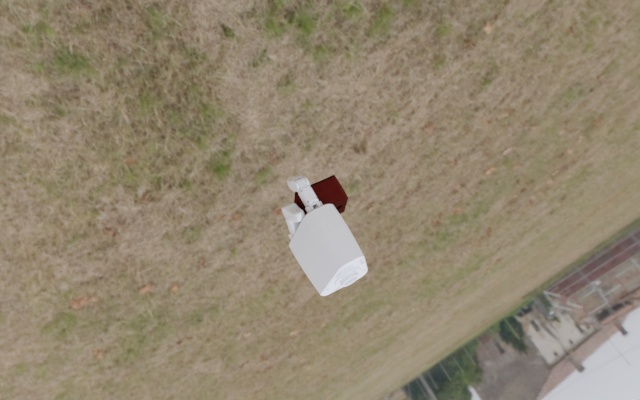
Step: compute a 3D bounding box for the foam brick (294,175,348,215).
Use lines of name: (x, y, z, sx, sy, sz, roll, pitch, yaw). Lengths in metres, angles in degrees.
foam brick: (0.000, 0.002, 0.814, 0.078, 0.051, 0.053, -24, -26, -19)
